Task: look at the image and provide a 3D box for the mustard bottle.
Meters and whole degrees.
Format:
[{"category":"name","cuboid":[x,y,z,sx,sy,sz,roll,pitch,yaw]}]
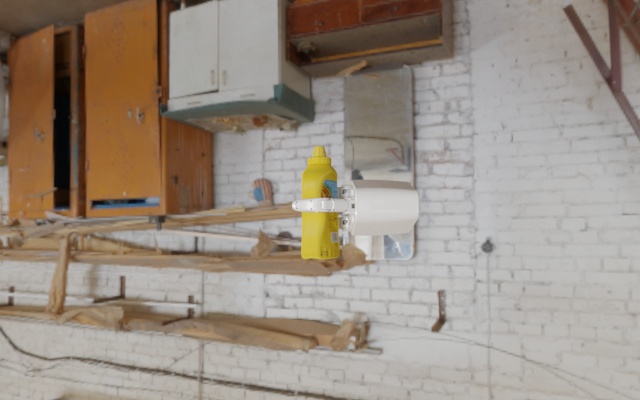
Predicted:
[{"category":"mustard bottle","cuboid":[0.000,0.003,0.816,0.058,0.191,0.096,-2,-4,23]}]
